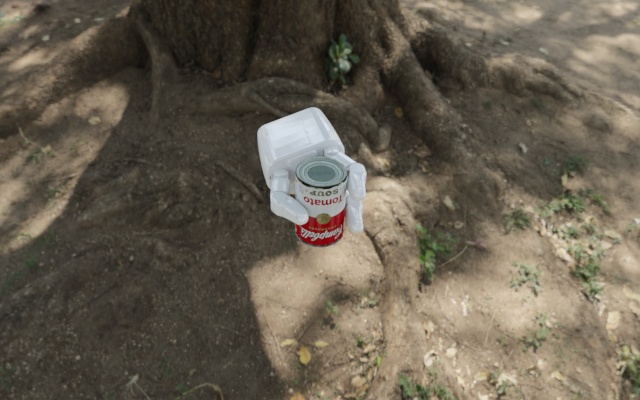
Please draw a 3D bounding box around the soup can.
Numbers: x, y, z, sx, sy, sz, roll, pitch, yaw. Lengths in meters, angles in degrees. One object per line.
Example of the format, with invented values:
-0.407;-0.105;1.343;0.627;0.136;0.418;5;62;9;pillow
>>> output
0.000;0.002;0.627;0.068;0.102;0.068;1;39;-1;soup can
